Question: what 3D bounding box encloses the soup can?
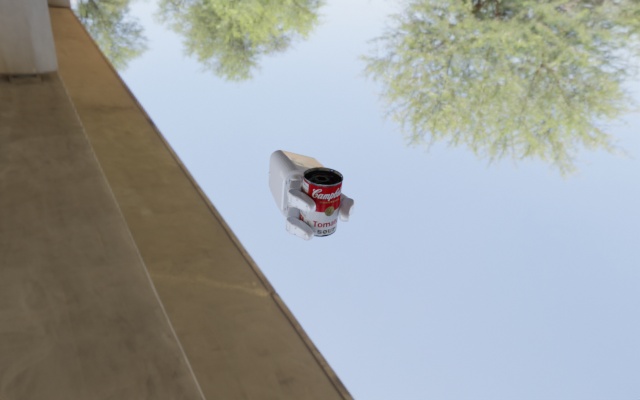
[{"bbox_3d":[0.000,0.003,0.821,0.068,0.102,0.068,5,29,-3],"label":"soup can"}]
